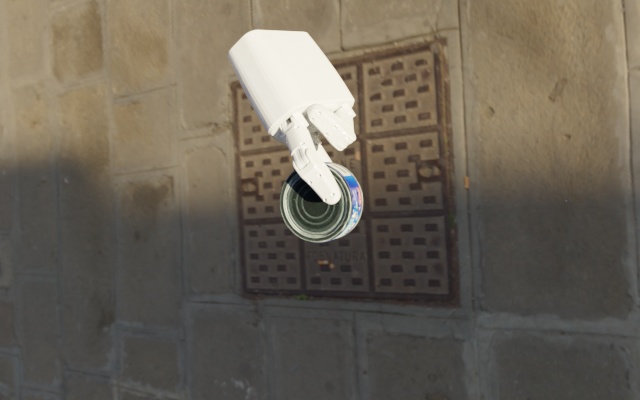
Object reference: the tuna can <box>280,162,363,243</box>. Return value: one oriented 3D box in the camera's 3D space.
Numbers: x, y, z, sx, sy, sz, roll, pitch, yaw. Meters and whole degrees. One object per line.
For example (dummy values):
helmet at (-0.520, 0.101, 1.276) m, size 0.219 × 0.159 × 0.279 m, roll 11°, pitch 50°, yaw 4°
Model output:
tuna can at (0.000, 0.002, 0.511) m, size 0.086 × 0.086 × 0.034 m, roll 0°, pitch 5°, yaw 24°
